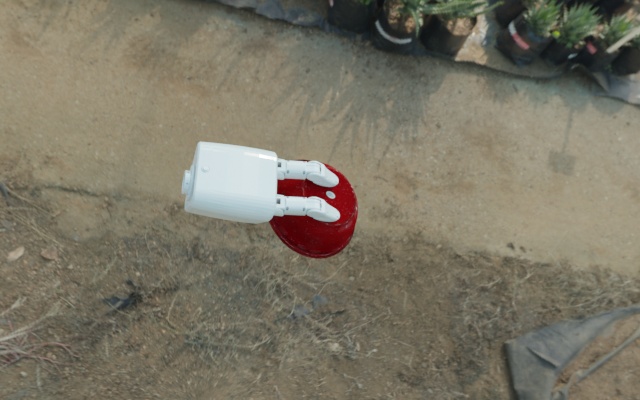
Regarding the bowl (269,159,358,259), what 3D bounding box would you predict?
[{"bbox_3d":[0.001,0.002,0.715,0.162,0.162,0.055,0,-20,-33],"label":"bowl"}]
